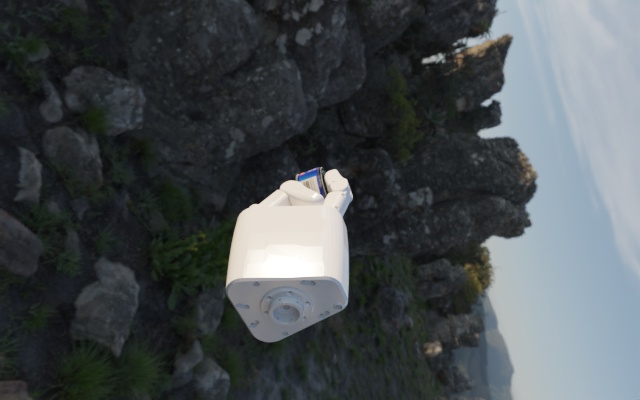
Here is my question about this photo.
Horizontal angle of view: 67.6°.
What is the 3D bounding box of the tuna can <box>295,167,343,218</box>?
[{"bbox_3d":[0.001,0.002,0.602,0.034,0.086,0.086,-19,-4,10],"label":"tuna can"}]
